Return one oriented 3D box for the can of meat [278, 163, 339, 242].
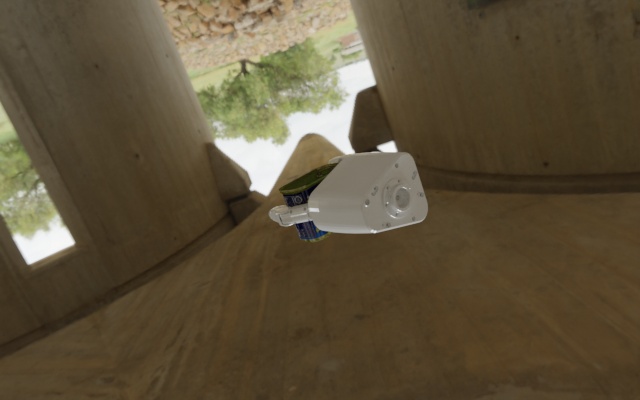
[{"bbox_3d":[0.000,0.003,0.703,0.102,0.084,0.057,-31,18,-34],"label":"can of meat"}]
